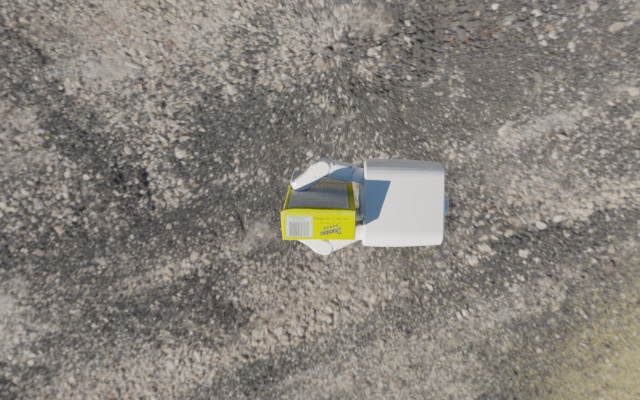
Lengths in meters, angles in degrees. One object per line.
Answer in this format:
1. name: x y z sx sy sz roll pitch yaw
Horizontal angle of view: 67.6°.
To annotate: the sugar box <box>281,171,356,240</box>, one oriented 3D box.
1. sugar box: 0.000 0.003 0.667 0.093 0.048 0.176 1 17 2
